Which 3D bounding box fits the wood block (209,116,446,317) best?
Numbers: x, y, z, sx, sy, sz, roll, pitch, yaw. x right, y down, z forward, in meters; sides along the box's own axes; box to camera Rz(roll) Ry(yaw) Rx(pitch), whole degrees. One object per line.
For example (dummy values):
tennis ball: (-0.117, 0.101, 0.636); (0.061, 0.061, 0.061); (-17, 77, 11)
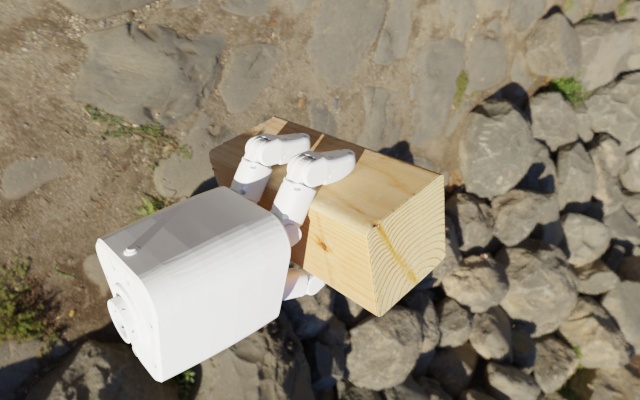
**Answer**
wood block: (0.000, 0.002, 0.433); (0.090, 0.091, 0.206); (-35, 42, -29)
